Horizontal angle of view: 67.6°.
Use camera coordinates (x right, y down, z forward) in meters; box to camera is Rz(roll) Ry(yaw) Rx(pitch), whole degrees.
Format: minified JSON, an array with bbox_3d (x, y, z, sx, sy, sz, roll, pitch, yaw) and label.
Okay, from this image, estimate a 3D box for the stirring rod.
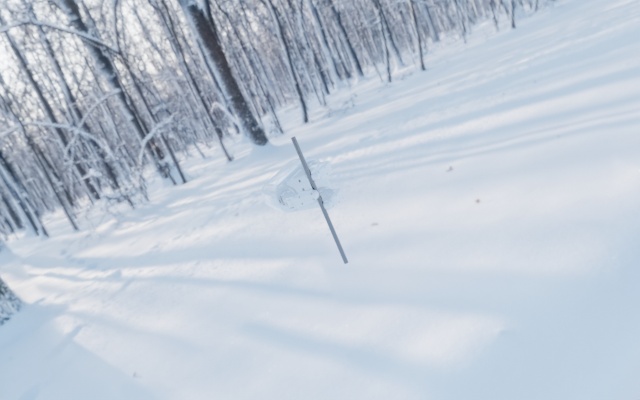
[{"bbox_3d":[0.000,0.003,0.820,0.011,0.239,0.011,-22,13,5],"label":"stirring rod"}]
